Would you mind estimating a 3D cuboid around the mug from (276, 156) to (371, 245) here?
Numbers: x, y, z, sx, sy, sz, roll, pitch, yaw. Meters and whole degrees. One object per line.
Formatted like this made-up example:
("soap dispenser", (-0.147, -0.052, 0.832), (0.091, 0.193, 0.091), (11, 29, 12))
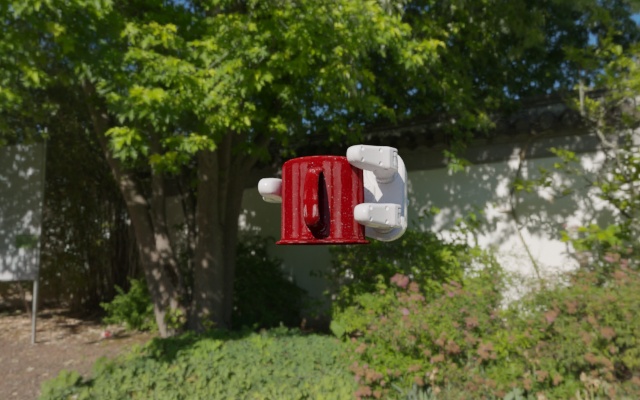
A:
("mug", (0.000, 0.001, 0.460), (0.093, 0.081, 0.117), (-2, -6, 12))
